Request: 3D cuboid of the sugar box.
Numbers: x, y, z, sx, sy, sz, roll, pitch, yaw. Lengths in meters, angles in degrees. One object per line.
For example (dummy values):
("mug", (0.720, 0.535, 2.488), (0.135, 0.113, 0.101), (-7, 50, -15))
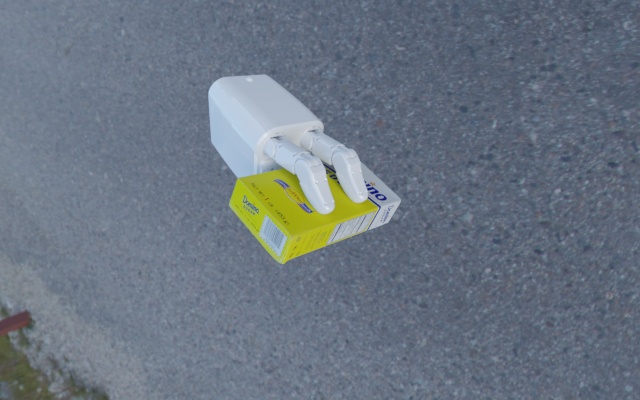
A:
("sugar box", (0.000, 0.001, 0.525), (0.176, 0.048, 0.093), (-19, 55, -42))
